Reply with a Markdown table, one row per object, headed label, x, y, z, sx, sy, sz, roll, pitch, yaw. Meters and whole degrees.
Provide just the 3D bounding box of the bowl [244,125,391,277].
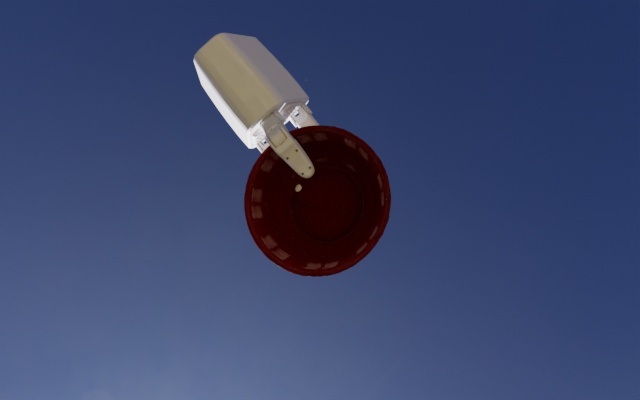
| label | x | y | z | sx | sy | sz | roll | pitch | yaw |
| --- | --- | --- | --- | --- | --- | --- | --- | --- | --- |
| bowl | 0.001 | 0.003 | 0.530 | 0.162 | 0.162 | 0.055 | 0 | -6 | 15 |
